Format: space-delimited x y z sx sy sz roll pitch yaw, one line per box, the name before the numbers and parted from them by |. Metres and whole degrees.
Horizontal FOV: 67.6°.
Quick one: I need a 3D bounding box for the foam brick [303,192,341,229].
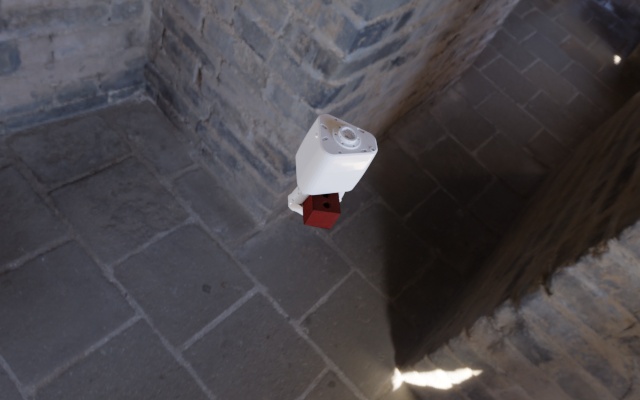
foam brick | 0.000 0.003 0.853 0.053 0.078 0.051 9 -36 -21
